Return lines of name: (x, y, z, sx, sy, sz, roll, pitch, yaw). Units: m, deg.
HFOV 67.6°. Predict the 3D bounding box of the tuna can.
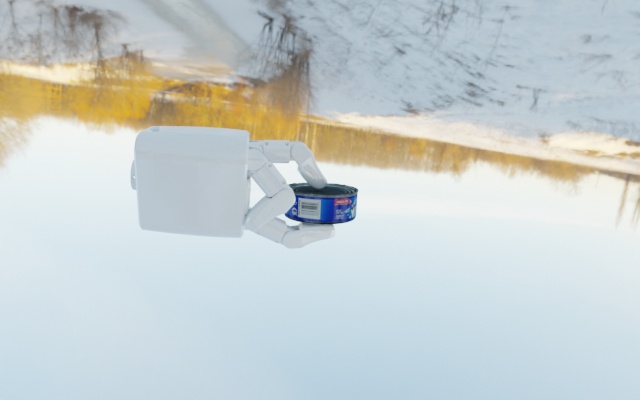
tuna can: (0.000, 0.002, 0.549, 0.086, 0.034, 0.086, 2, 11, 0)
